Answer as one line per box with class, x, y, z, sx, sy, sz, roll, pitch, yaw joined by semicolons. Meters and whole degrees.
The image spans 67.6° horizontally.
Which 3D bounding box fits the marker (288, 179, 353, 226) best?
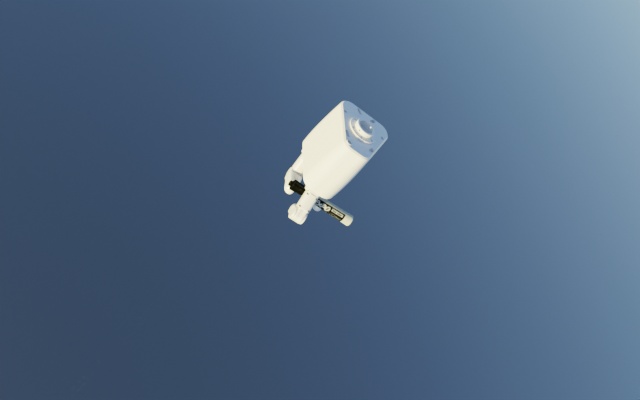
marker;0.000;0.003;0.768;0.121;0.020;0.020;33;-10;-16
